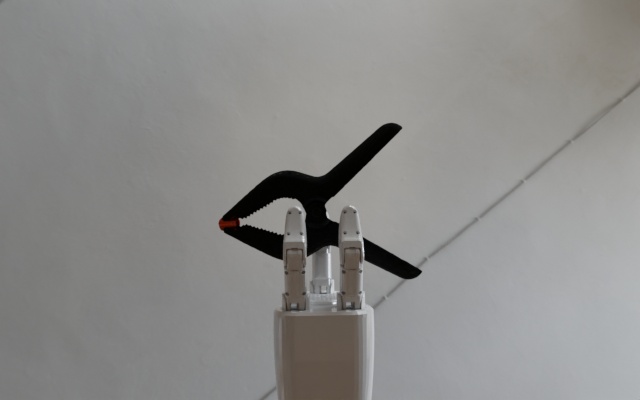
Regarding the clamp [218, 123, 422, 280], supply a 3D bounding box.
[{"bbox_3d":[0.000,0.002,0.502,0.210,0.164,0.036,-1,-2,0],"label":"clamp"}]
